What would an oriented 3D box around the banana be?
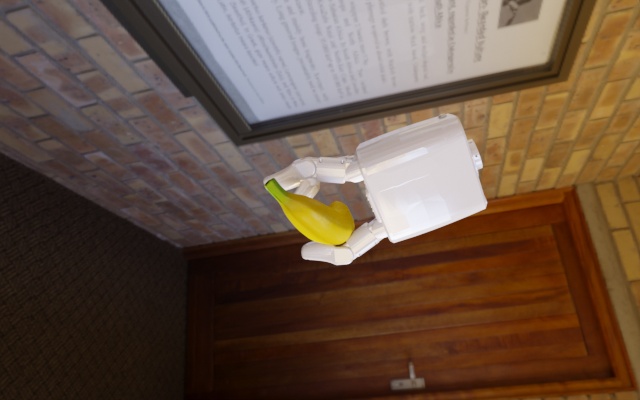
[{"bbox_3d":[0.007,0.017,0.518,0.037,0.069,0.198,-31,-17,12],"label":"banana"}]
